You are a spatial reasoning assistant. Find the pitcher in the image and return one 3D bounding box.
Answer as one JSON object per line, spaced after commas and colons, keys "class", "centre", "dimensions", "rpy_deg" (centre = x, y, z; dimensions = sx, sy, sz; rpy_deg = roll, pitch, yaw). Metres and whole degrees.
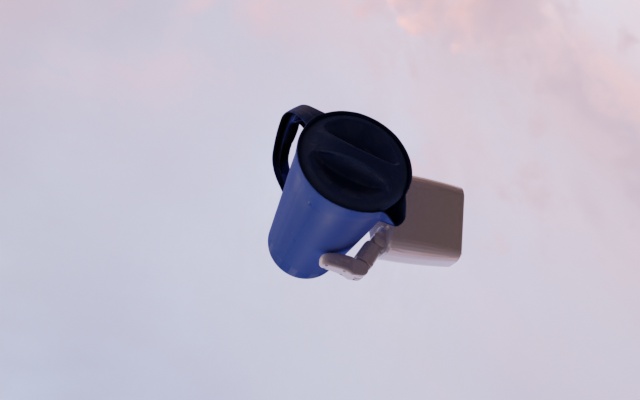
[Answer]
{"class": "pitcher", "centre": [0.000, 0.002, 0.613], "dimensions": [0.145, 0.149, 0.243], "rpy_deg": [10, -32, -14]}
